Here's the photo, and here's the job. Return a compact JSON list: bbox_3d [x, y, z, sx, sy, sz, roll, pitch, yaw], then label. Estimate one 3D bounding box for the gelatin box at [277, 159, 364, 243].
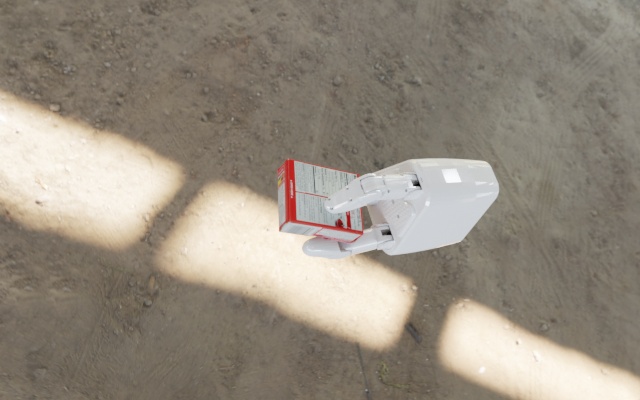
[{"bbox_3d":[0.000,0.001,0.501,0.089,0.073,0.030,11,-30,-26],"label":"gelatin box"}]
